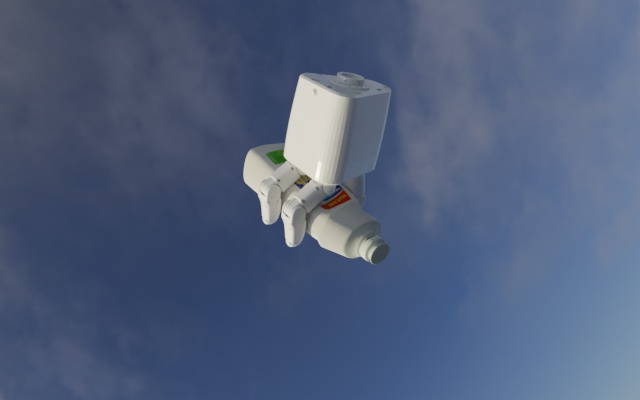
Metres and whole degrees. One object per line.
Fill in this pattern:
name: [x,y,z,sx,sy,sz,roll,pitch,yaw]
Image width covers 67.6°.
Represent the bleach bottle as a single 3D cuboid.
bleach bottle: [0.000,0.002,0.625,0.102,0.068,0.250,-9,33,-37]
